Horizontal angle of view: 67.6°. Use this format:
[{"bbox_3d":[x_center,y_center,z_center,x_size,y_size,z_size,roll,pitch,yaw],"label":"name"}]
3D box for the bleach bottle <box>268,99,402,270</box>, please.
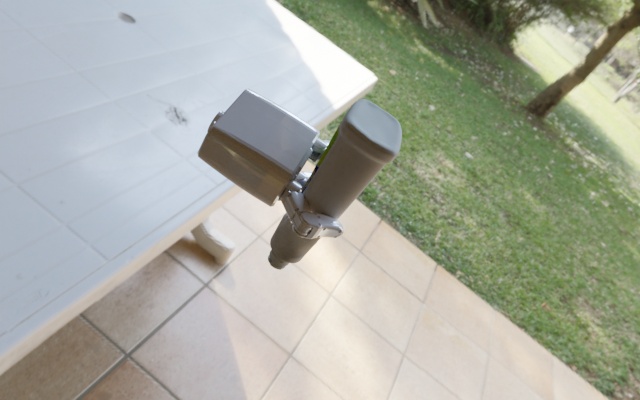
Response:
[{"bbox_3d":[0.000,0.002,0.580,0.068,0.251,0.102,32,33,-5],"label":"bleach bottle"}]
